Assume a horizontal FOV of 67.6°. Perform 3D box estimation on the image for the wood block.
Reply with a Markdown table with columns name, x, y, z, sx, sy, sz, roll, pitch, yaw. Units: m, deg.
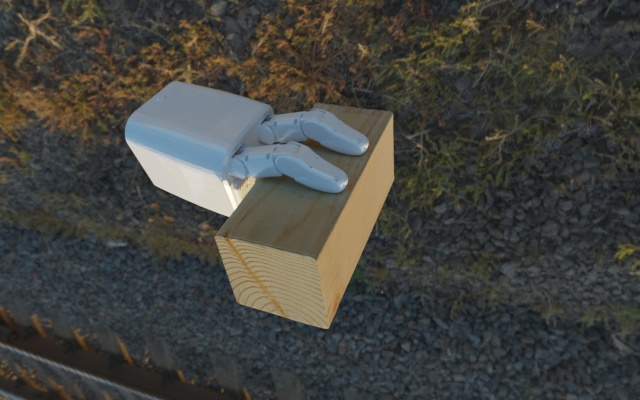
| name | x | y | z | sx | sy | sz | roll | pitch | yaw |
| --- | --- | --- | --- | --- | --- | --- | --- | --- | --- |
| wood block | 0.000 | 0.002 | 0.451 | 0.090 | 0.091 | 0.206 | 11 | 44 | 20 |
